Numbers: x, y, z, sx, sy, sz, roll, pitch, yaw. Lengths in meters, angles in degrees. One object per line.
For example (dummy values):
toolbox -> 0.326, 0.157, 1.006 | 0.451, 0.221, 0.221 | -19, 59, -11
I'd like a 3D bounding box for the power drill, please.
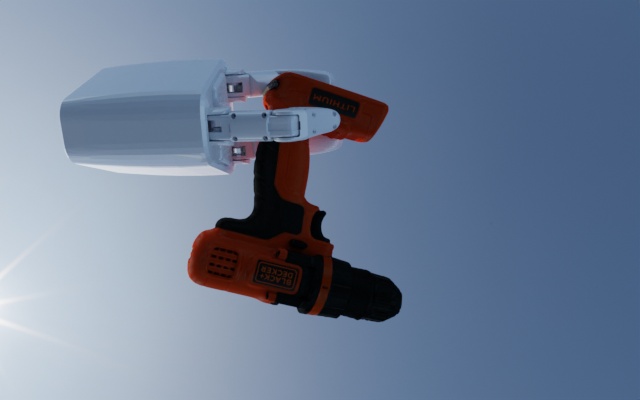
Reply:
power drill -> 0.000, 0.001, 0.404 | 0.184, 0.187, 0.057 | 16, -8, -16
